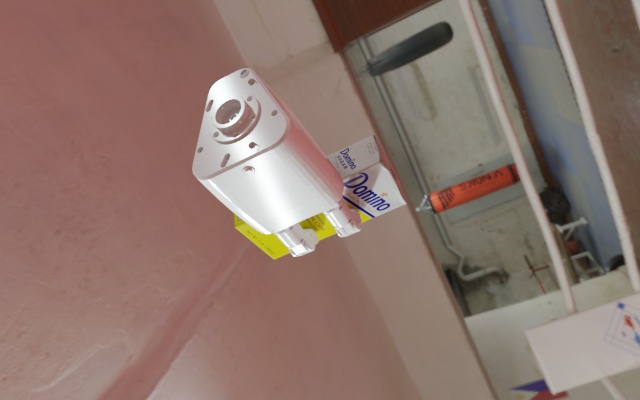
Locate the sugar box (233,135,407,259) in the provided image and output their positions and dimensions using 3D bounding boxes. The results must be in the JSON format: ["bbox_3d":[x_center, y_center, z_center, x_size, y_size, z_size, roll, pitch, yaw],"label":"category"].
[{"bbox_3d":[0.000,0.002,0.539,0.176,0.048,0.093,-22,-37,15],"label":"sugar box"}]
